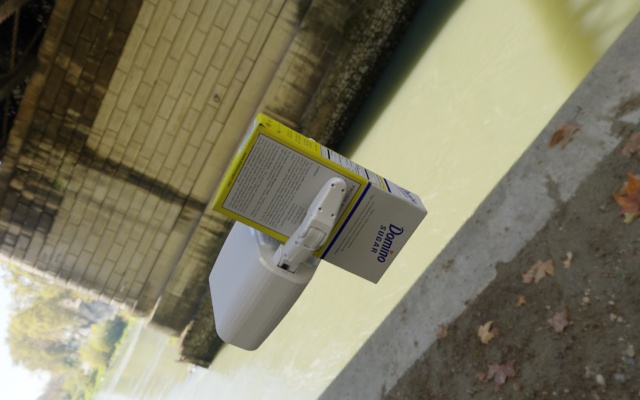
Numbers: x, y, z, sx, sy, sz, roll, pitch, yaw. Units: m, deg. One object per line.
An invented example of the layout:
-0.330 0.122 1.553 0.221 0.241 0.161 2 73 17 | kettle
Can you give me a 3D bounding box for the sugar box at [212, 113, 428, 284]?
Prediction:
0.000 0.001 0.448 0.176 0.093 0.048 26 21 -16 | sugar box
